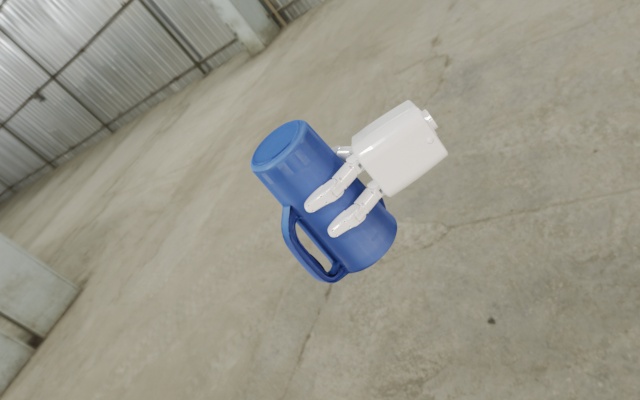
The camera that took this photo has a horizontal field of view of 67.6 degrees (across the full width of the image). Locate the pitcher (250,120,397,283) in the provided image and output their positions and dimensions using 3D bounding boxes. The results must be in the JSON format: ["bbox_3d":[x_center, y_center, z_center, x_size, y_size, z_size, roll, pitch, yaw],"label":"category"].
[{"bbox_3d":[0.000,0.002,0.746,0.145,0.243,0.149,-34,29,15],"label":"pitcher"}]
